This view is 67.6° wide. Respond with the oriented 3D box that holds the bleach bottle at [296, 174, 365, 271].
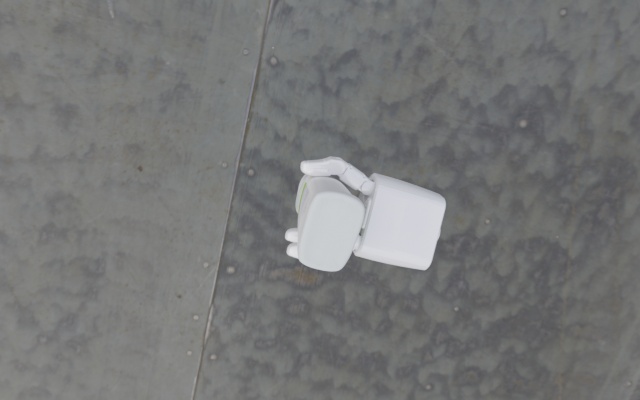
[{"bbox_3d":[0.000,0.002,0.668,0.068,0.102,0.250,15,16,-10],"label":"bleach bottle"}]
